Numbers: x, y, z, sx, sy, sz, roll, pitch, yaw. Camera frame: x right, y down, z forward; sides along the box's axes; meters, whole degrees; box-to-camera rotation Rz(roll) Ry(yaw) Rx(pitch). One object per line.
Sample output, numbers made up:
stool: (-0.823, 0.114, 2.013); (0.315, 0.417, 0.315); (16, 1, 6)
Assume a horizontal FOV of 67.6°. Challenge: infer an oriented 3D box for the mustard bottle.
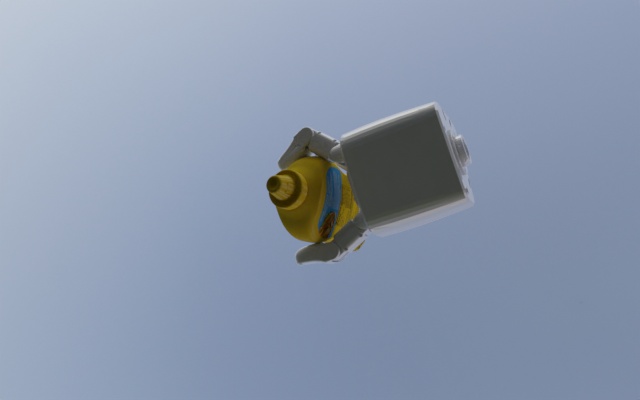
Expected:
mustard bottle: (0.000, 0.002, 0.546); (0.058, 0.096, 0.192); (7, -7, 30)
